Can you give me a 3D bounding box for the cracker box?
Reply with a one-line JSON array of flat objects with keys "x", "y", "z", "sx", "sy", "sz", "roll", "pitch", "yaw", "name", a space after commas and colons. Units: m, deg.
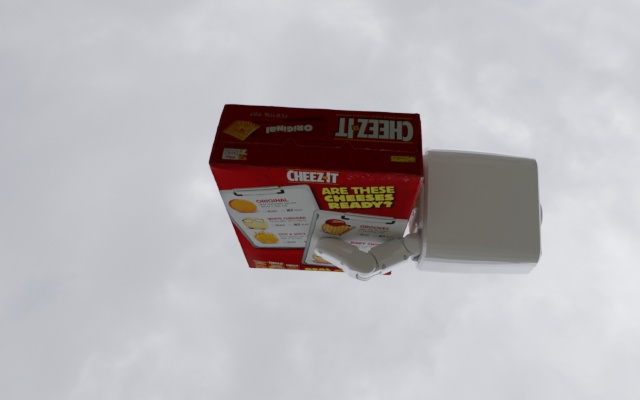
[{"x": 0.000, "y": 0.002, "z": 0.461, "sx": 0.164, "sy": 0.072, "sz": 0.214, "roll": 3, "pitch": -29, "yaw": 3, "name": "cracker box"}]
